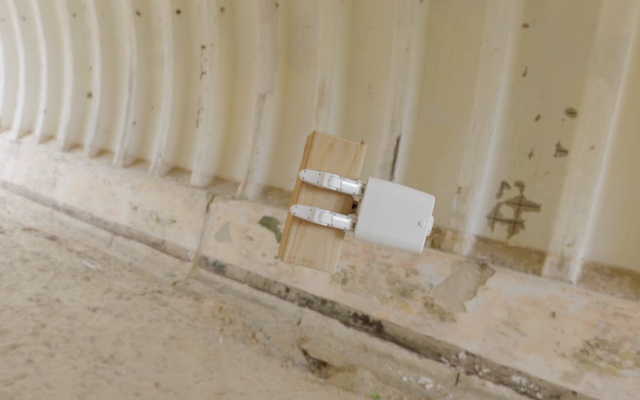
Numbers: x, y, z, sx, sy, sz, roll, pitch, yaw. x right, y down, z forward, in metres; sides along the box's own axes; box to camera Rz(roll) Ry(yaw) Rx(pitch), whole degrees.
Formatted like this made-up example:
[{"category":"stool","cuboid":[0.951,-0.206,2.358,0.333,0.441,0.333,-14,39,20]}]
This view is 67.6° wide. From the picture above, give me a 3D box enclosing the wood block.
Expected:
[{"category":"wood block","cuboid":[0.000,0.002,0.774,0.090,0.206,0.091,15,-1,-8]}]
